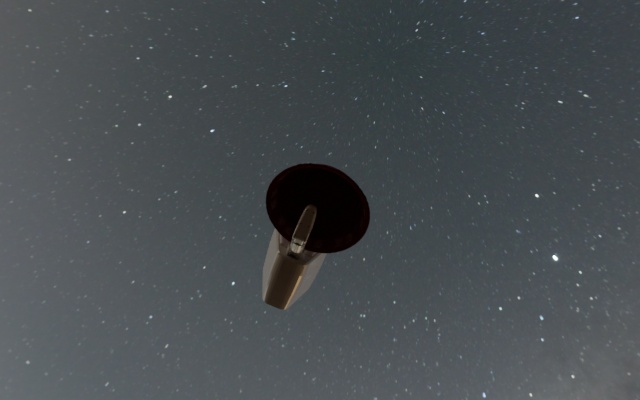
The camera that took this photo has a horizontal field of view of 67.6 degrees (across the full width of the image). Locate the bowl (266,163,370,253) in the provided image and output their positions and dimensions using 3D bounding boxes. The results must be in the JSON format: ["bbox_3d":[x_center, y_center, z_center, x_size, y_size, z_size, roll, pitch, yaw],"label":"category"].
[{"bbox_3d":[0.001,0.001,0.738,0.162,0.162,0.055,0,33,16],"label":"bowl"}]
